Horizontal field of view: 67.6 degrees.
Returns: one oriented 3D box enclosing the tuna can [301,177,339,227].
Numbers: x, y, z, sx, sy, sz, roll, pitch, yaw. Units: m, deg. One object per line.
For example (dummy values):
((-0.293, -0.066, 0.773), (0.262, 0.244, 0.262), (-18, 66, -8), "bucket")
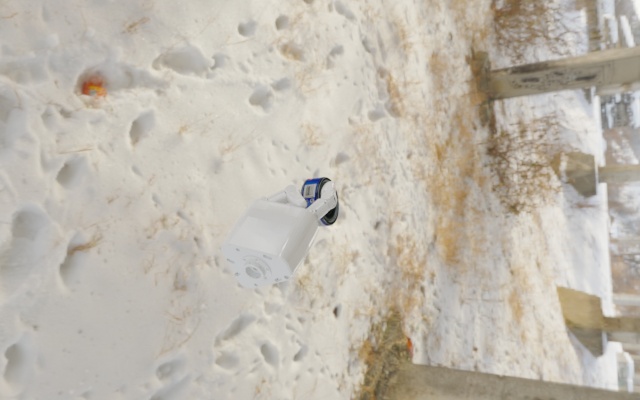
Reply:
((0.001, 0.003, 0.821), (0.034, 0.086, 0.086), (-7, -3, 26), "tuna can")
